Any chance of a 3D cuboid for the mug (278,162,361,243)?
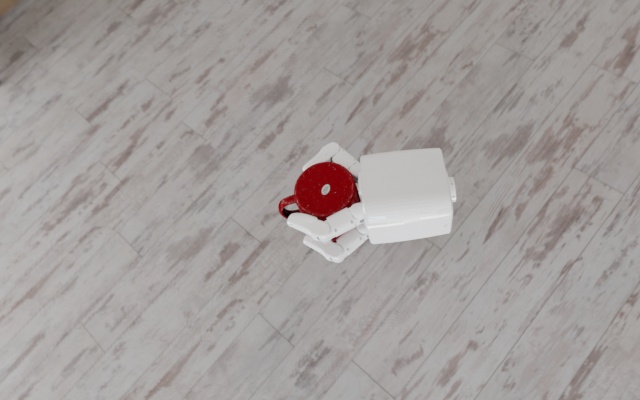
[{"bbox_3d":[-0.001,0.002,0.645,0.117,0.093,0.081,-8,-26,9],"label":"mug"}]
